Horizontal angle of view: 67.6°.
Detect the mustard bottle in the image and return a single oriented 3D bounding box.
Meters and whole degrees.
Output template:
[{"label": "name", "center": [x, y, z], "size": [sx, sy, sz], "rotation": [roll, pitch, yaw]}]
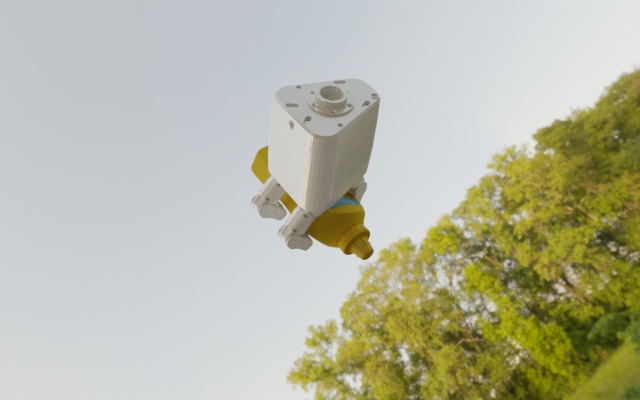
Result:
[{"label": "mustard bottle", "center": [0.000, 0.002, 0.600], "size": [0.096, 0.058, 0.191], "rotation": [-5, 43, -47]}]
